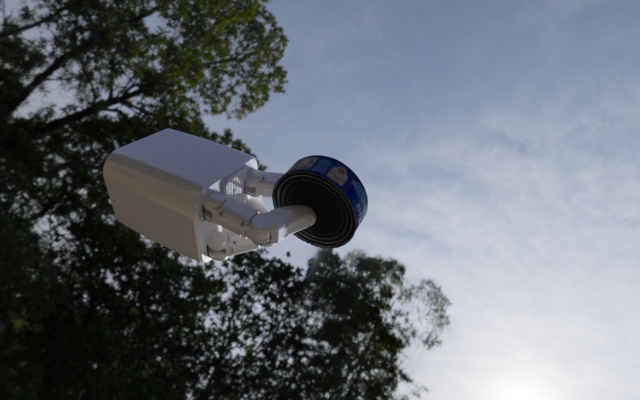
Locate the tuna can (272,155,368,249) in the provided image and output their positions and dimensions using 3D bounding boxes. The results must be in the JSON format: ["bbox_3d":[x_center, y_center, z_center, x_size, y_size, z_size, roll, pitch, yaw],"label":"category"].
[{"bbox_3d":[0.000,0.001,0.444,0.086,0.086,0.033,0,34,33],"label":"tuna can"}]
